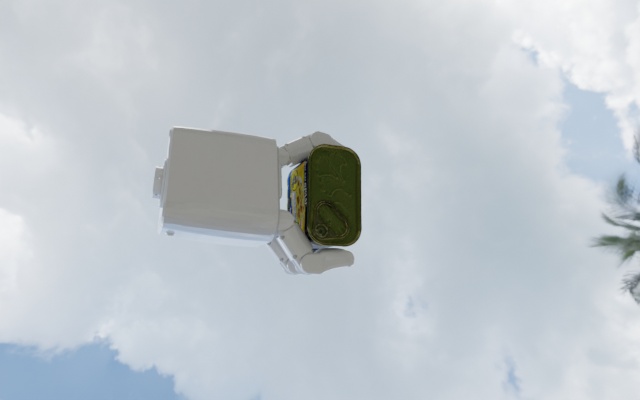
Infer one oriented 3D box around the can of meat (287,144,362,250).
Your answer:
[{"bbox_3d":[0.000,0.002,0.507,0.057,0.102,0.084,4,-12,-21],"label":"can of meat"}]
